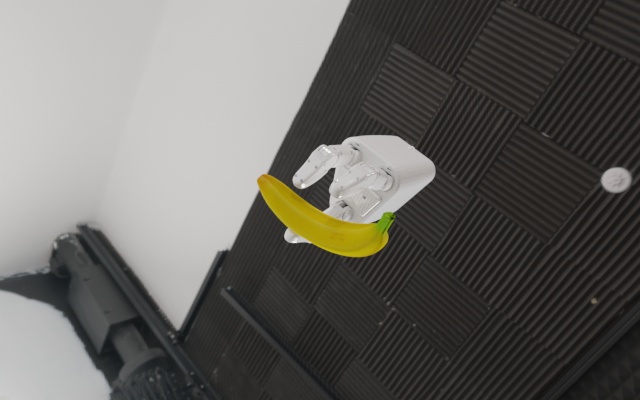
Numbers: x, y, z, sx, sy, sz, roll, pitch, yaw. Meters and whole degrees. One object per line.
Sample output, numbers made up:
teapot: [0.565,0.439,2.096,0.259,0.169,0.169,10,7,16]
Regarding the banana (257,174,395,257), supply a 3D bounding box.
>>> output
banana: [0.002,0.020,0.529,0.197,0.070,0.037,16,24,39]
